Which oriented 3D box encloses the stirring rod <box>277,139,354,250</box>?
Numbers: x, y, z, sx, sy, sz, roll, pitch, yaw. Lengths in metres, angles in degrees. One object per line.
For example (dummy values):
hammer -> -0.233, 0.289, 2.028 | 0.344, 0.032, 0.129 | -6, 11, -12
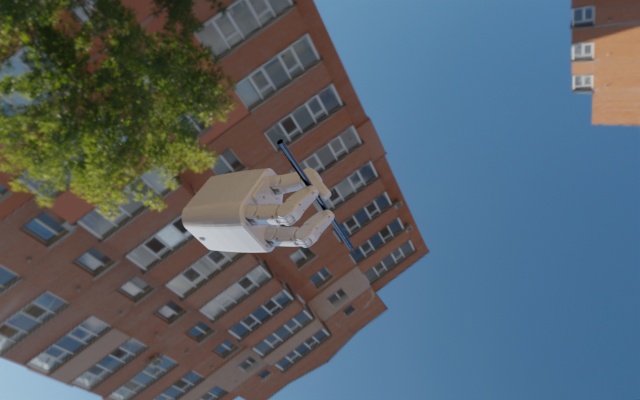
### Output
stirring rod -> 0.000, 0.002, 0.637 | 0.011, 0.011, 0.240 | 0, -35, 28
